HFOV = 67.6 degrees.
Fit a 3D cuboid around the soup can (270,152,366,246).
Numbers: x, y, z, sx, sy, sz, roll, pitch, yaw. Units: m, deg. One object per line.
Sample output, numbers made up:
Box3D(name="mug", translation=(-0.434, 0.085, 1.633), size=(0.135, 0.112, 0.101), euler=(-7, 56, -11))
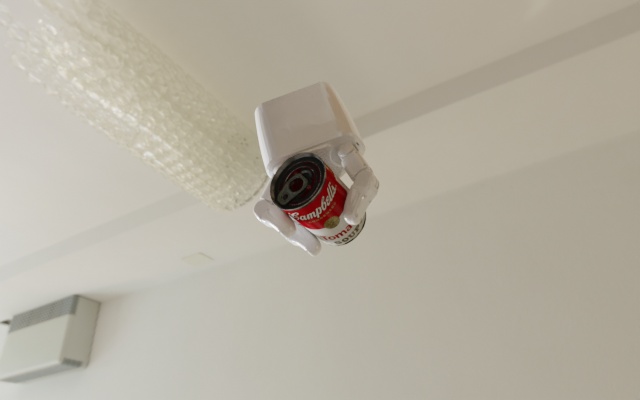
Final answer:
Box3D(name="soup can", translation=(0.000, 0.002, 0.530), size=(0.068, 0.068, 0.102), euler=(0, -27, 33))
